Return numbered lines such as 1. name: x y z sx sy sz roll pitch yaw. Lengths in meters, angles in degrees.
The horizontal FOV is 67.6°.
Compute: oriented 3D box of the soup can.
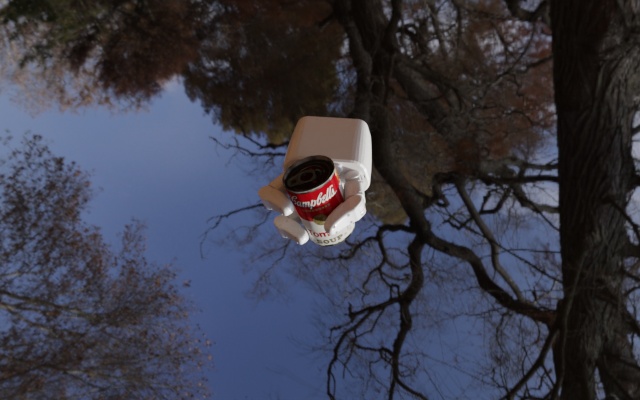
1. soup can: 0.000 0.003 0.615 0.068 0.102 0.068 -13 41 12
